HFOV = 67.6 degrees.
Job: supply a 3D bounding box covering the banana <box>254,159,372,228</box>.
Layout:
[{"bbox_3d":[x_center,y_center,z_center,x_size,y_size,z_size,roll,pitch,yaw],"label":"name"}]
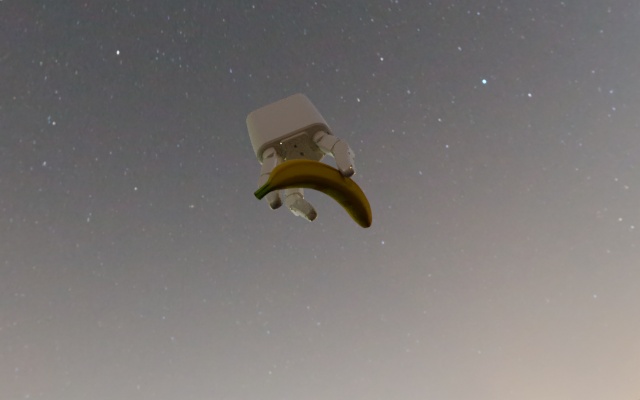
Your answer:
[{"bbox_3d":[0.007,-0.014,0.644,0.198,0.070,0.037,17,25,-34],"label":"banana"}]
